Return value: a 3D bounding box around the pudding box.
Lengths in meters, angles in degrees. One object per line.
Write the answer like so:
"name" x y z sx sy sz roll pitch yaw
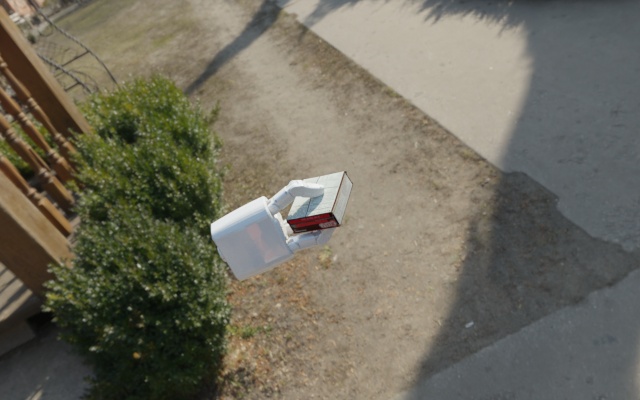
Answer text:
"pudding box" 0.000 0.003 0.822 0.090 0.039 0.113 -10 39 27
